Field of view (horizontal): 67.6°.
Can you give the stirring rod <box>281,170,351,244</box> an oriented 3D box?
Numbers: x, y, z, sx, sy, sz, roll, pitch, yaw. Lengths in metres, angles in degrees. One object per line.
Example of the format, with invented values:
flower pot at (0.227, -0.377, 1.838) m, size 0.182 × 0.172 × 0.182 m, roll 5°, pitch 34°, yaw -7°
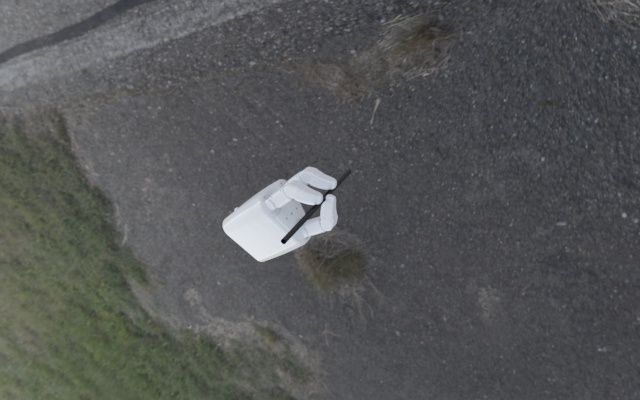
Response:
stirring rod at (0.000, 0.002, 0.730) m, size 0.011 × 0.011 × 0.239 m, roll 0°, pitch 26°, yaw 27°
